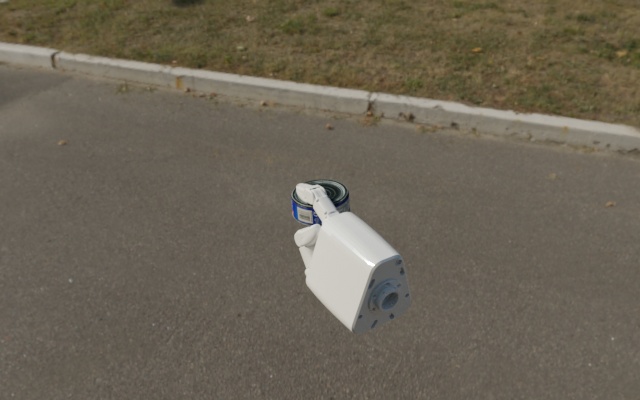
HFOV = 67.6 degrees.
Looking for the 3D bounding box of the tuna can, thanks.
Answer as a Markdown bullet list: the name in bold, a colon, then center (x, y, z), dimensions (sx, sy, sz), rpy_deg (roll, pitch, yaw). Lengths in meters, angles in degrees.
- **tuna can**: center (0.000, 0.002, 0.699), dimensions (0.086, 0.034, 0.086), rpy_deg (-3, 30, 2)
